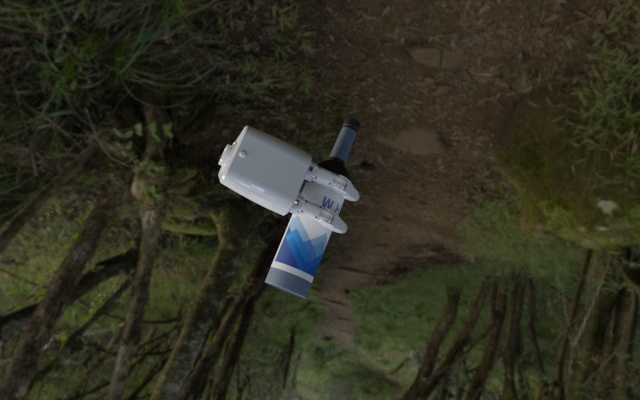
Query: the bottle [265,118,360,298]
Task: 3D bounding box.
[{"bbox_3d":[0.000,0.003,0.752,0.069,0.295,0.069,21,-14,5],"label":"bottle"}]
